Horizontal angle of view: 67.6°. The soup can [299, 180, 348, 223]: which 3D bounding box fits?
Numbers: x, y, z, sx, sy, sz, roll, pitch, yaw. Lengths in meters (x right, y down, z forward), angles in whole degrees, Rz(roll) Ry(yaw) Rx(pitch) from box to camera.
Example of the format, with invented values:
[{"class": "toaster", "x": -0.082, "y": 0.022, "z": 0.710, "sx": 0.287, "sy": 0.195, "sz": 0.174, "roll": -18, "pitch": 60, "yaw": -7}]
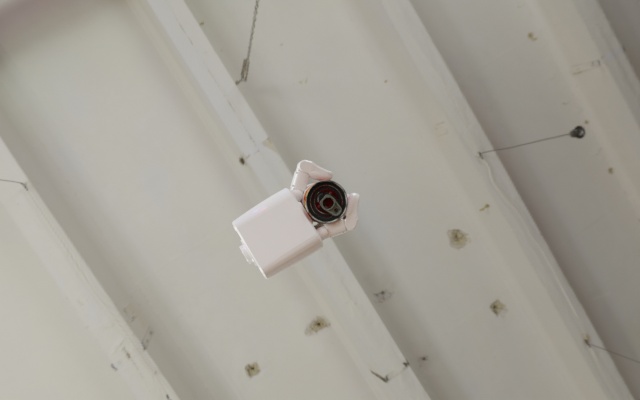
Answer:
[{"class": "soup can", "x": 0.000, "y": 0.002, "z": 0.794, "sx": 0.068, "sy": 0.068, "sz": 0.102, "roll": 0, "pitch": -1, "yaw": -12}]
